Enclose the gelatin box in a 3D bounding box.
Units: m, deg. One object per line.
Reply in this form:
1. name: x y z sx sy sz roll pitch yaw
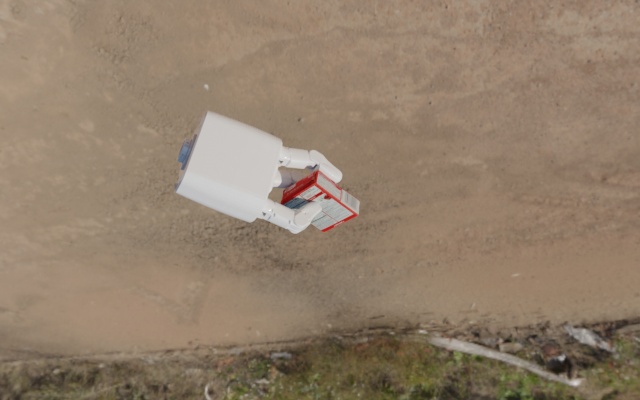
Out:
1. gelatin box: 0.000 0.003 0.681 0.089 0.030 0.073 35 -45 -27
